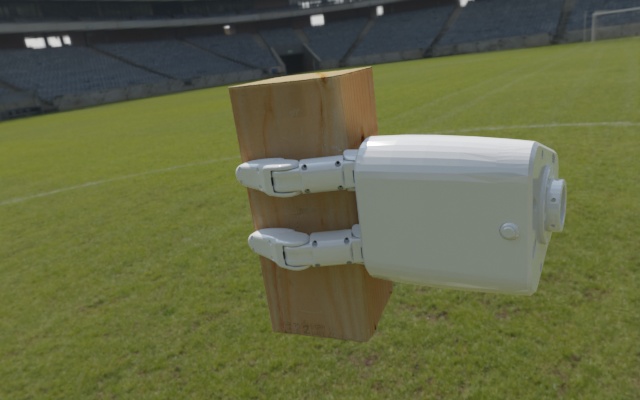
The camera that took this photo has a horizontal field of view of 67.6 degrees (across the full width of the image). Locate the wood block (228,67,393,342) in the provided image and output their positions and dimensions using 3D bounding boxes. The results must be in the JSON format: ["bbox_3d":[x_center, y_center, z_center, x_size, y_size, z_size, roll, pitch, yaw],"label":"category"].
[{"bbox_3d":[0.001,0.001,0.400,0.090,0.206,0.090,0,18,22],"label":"wood block"}]
